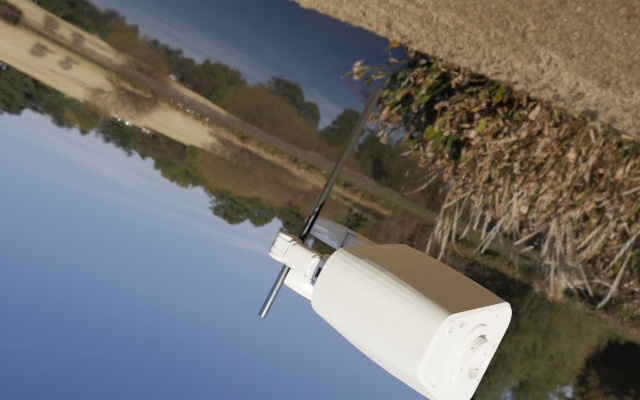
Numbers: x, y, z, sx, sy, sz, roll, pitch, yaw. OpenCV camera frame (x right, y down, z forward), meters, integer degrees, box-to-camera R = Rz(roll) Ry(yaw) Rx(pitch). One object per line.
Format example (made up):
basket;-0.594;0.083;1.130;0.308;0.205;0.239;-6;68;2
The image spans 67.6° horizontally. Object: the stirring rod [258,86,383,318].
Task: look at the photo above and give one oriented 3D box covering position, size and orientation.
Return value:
stirring rod;0.000;0.001;0.448;0.011;0.239;0.011;27;0;0
